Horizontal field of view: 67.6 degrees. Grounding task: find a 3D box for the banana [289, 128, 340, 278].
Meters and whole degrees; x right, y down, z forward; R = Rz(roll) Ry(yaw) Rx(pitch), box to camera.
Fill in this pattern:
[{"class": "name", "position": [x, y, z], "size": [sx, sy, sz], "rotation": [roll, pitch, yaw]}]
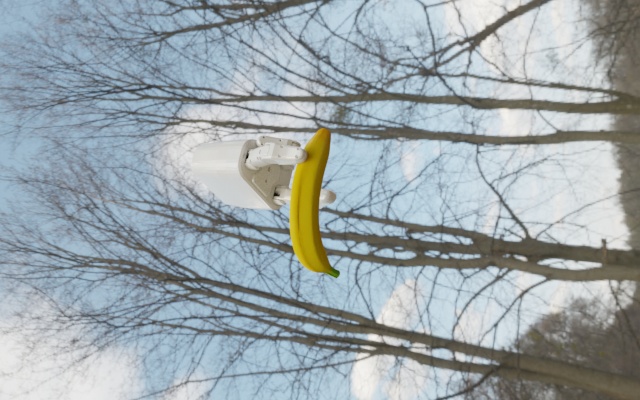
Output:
[{"class": "banana", "position": [-0.011, 0.007, 0.607], "size": [0.037, 0.198, 0.069], "rotation": [2, 8, 36]}]
